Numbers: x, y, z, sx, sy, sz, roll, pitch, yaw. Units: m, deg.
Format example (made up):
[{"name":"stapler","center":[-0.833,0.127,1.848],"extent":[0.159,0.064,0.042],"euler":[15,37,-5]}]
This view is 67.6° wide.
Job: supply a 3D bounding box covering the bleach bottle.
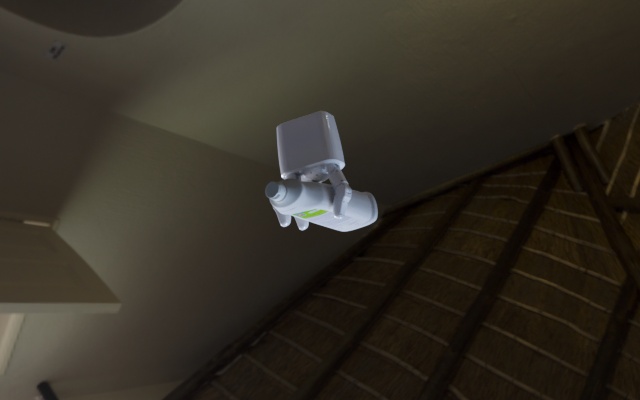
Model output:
[{"name":"bleach bottle","center":[0.000,0.003,0.873],"extent":[0.102,0.068,0.251],"euler":[-22,-23,30]}]
